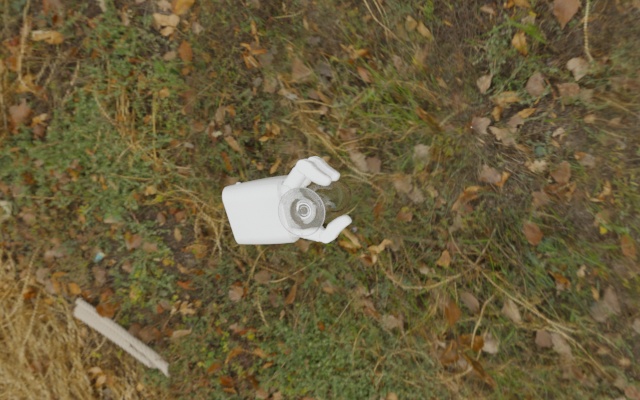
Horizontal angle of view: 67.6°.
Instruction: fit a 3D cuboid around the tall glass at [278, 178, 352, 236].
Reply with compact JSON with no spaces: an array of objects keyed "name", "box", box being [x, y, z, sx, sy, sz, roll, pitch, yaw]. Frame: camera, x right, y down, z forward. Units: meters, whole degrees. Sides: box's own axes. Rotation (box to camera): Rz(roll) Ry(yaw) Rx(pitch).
[{"name":"tall glass","box":[0.000,0.003,0.801,0.079,0.079,0.201,0,8,18]}]
